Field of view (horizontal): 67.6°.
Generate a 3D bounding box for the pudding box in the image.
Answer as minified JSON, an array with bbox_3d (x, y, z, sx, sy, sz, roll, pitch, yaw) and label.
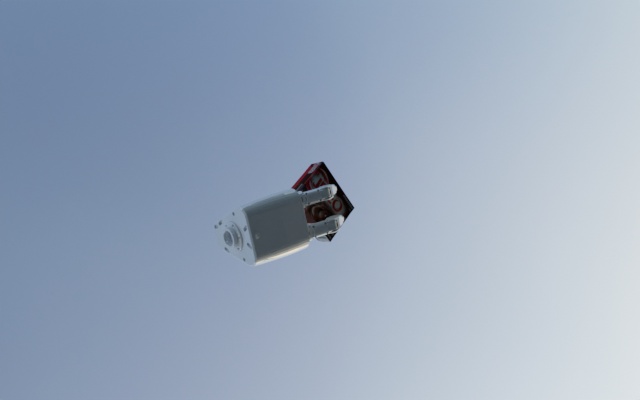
[{"bbox_3d":[0.000,0.003,0.836,0.039,0.113,0.090,-3,39,47],"label":"pudding box"}]
